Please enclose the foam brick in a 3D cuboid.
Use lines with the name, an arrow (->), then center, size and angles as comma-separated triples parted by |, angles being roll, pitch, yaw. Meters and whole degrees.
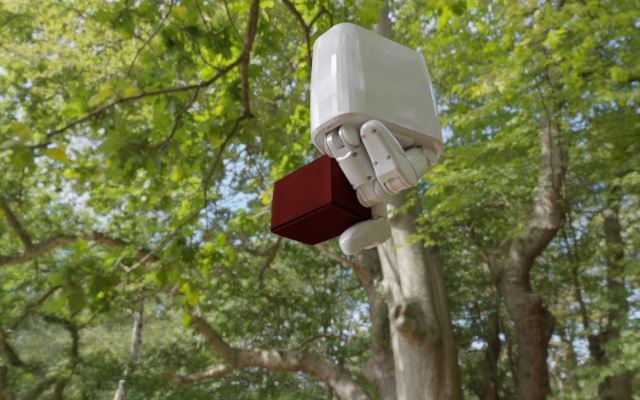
foam brick -> 0.000, 0.002, 0.430 | 0.078, 0.051, 0.053 | -25, -35, 38
